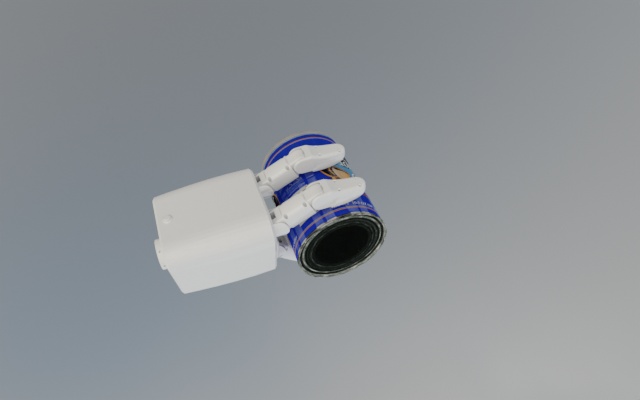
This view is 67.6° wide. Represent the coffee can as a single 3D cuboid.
[{"bbox_3d":[0.000,0.002,0.551,0.103,0.103,0.140,0,44,-29],"label":"coffee can"}]
